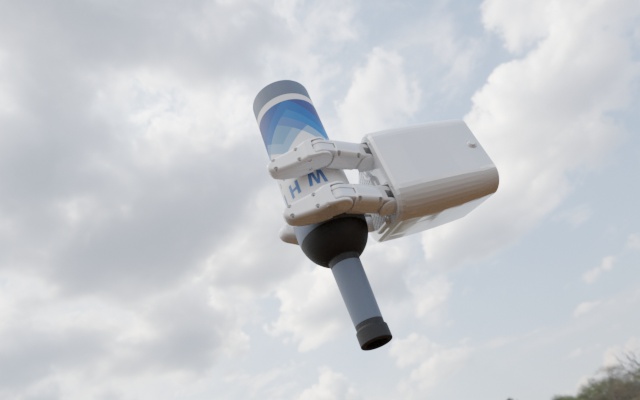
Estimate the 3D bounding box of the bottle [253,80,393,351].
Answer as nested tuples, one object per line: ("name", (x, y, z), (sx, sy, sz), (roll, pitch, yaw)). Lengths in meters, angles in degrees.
("bottle", (0.000, 0.001, 0.464), (0.069, 0.295, 0.069), (-15, -35, -10))
